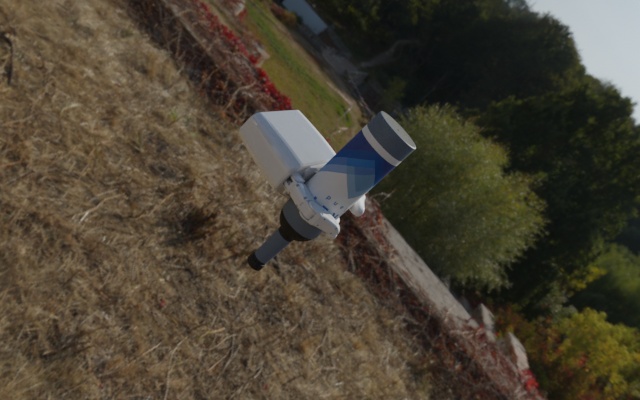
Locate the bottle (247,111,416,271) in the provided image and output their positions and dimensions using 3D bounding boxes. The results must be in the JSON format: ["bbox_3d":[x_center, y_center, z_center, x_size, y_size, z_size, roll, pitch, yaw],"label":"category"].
[{"bbox_3d":[0.000,0.002,0.667,0.296,0.069,0.069,-43,-19,21],"label":"bottle"}]
